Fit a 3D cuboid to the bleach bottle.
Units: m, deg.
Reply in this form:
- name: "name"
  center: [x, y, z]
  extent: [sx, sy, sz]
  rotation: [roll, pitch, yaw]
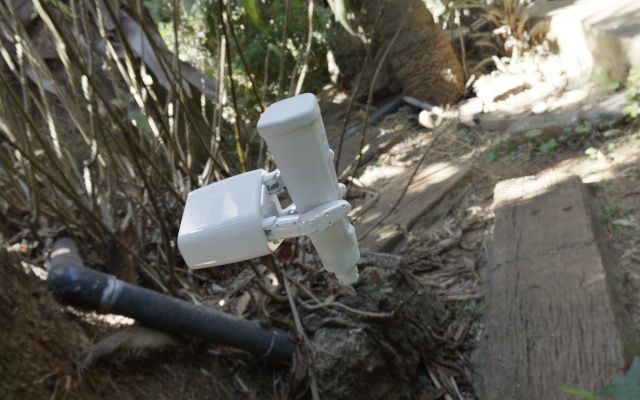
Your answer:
- name: "bleach bottle"
  center: [0.000, 0.002, 0.591]
  extent: [0.068, 0.251, 0.102]
  rotation: [-15, 24, 11]
